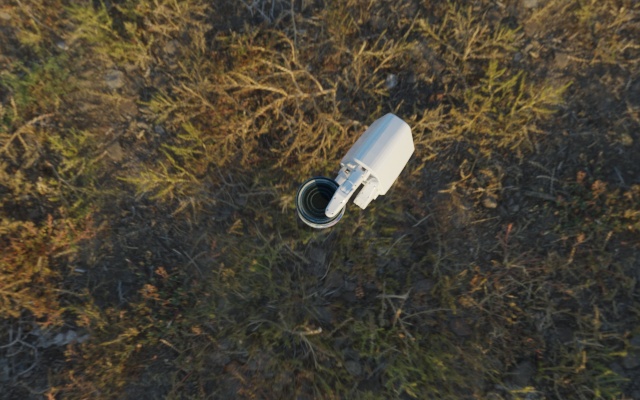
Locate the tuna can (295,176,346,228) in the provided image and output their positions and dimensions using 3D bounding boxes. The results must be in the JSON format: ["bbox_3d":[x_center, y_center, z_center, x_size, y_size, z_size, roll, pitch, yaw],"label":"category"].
[{"bbox_3d":[0.000,0.003,0.806,0.086,0.086,0.034,0,-8,1],"label":"tuna can"}]
